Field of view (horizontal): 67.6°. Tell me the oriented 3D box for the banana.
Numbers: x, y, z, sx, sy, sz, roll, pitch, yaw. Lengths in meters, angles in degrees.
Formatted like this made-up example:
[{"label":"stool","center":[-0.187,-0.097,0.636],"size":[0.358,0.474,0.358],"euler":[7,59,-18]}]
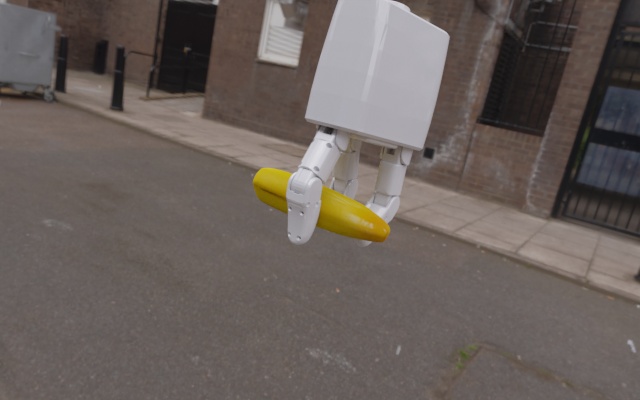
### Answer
[{"label":"banana","center":[-0.017,-0.003,0.454],"size":[0.069,0.037,0.197],"euler":[14,4,-34]}]
